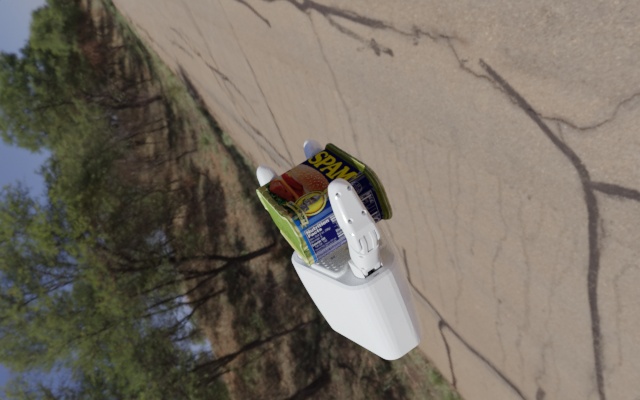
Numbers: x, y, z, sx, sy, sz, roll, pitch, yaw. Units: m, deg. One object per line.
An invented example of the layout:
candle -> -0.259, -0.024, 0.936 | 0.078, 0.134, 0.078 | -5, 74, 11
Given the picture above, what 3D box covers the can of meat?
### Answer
can of meat -> 0.000, 0.002, 0.429 | 0.084, 0.057, 0.102 | -32, 33, -11
